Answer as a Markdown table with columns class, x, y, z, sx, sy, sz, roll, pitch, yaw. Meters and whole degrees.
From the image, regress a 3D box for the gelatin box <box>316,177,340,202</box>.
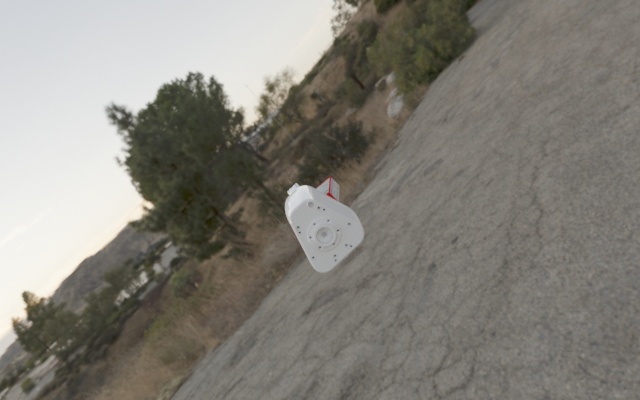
| class | x | y | z | sx | sy | sz | roll | pitch | yaw |
| --- | --- | --- | --- | --- | --- | --- | --- | --- | --- |
| gelatin box | 0.000 | 0.002 | 0.864 | 0.073 | 0.030 | 0.089 | -41 | 16 | 16 |
